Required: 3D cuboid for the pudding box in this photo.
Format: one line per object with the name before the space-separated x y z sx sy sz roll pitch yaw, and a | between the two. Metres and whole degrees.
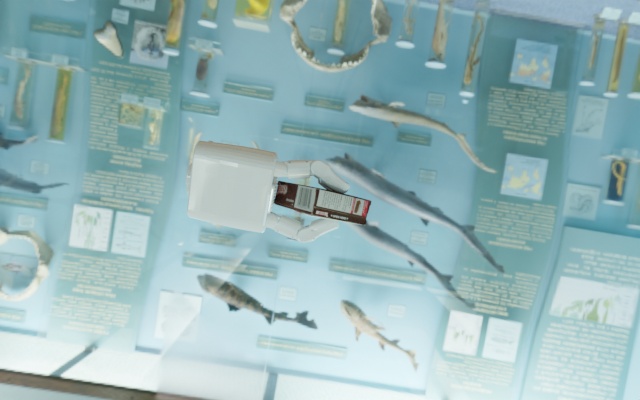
pudding box | 0.000 0.002 0.658 0.090 0.039 0.113 11 3 -32
